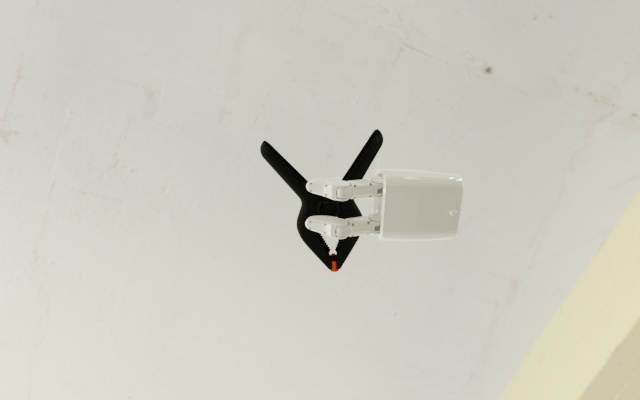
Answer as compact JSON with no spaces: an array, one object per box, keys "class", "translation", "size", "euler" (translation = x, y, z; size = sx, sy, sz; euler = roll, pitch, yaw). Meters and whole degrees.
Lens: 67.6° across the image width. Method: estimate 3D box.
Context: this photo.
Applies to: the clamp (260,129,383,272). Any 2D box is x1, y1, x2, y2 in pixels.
[{"class":"clamp","translation":[0.000,0.002,0.672],"size":[0.164,0.210,0.036],"euler":[1,22,1]}]
